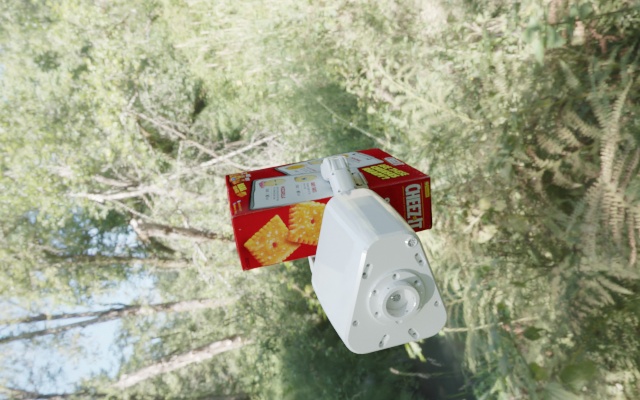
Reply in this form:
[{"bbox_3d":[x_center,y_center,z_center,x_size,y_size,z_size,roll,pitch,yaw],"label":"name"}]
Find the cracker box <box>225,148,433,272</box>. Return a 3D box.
[{"bbox_3d":[0.000,0.002,0.569,0.213,0.072,0.164,-11,20,-11],"label":"cracker box"}]
